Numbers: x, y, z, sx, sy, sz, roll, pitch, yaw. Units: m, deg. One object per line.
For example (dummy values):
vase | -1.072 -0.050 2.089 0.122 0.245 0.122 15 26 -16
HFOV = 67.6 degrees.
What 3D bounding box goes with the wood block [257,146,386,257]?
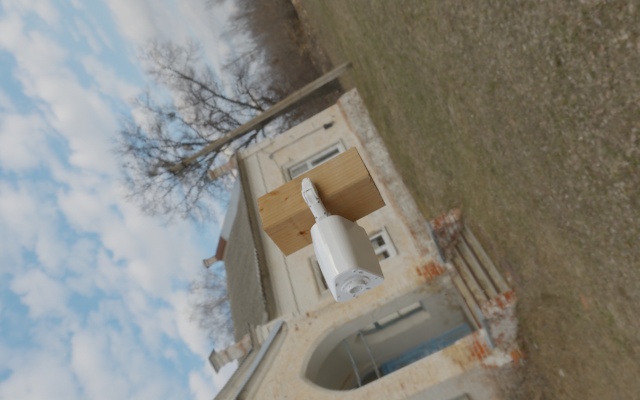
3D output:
wood block | 0.000 0.003 0.869 0.206 0.091 0.090 -28 41 7
